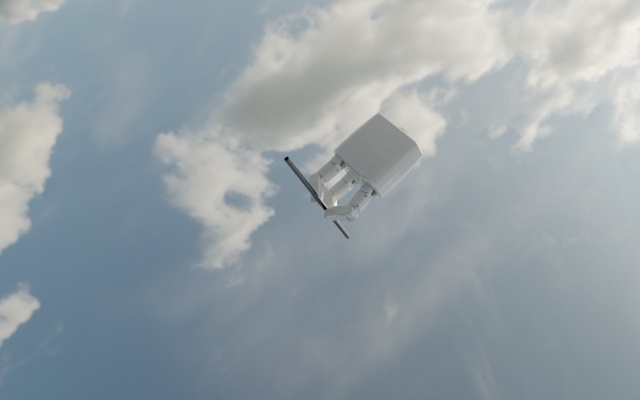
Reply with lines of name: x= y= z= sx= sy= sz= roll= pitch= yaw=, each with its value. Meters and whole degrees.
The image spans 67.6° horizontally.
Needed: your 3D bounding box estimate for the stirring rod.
stirring rod: x=0.000 y=0.003 z=0.795 sx=0.011 sy=0.011 sz=0.240 roll=0 pitch=-32 yaw=30
